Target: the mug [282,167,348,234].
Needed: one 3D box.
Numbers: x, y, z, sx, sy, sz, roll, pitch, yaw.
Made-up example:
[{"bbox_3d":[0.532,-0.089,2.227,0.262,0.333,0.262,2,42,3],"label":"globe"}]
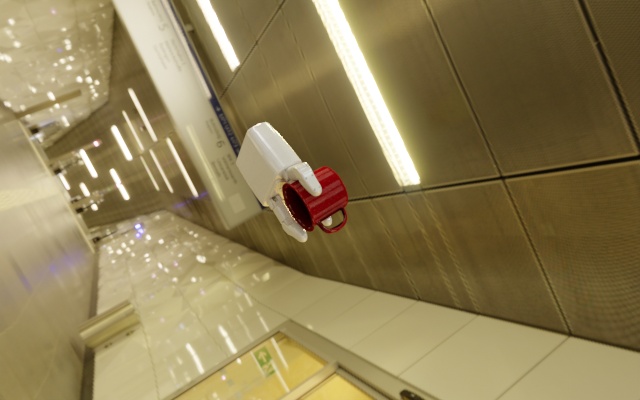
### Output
[{"bbox_3d":[0.001,0.004,0.814,0.081,0.117,0.093,-30,-20,-22],"label":"mug"}]
